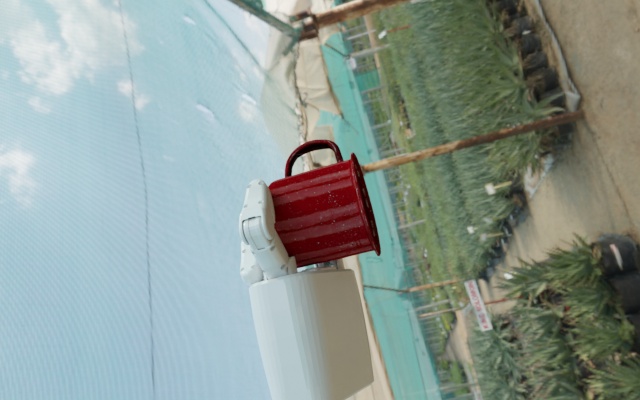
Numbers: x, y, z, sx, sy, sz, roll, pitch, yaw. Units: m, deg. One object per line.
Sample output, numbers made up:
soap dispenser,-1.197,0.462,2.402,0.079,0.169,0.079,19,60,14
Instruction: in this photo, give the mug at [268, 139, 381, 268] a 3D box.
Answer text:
mug,0.000,0.000,0.426,0.081,0.117,0.093,-15,-14,10
